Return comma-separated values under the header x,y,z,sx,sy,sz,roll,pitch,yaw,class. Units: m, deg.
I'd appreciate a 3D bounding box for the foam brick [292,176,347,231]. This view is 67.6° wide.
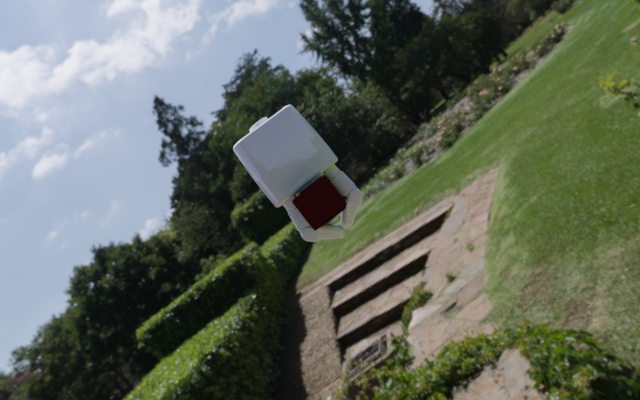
x,y,z,sx,sy,sz,roll,pitch,yaw,class
0.000,0.002,0.649,0.053,0.051,0.078,-37,1,5,foam brick
